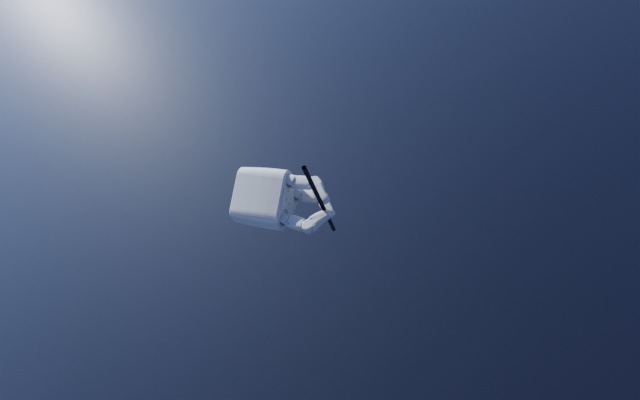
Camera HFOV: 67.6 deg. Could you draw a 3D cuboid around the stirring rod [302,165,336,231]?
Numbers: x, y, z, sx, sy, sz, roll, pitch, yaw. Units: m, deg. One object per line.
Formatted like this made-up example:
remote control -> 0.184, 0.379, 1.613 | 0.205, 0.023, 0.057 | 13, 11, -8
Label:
stirring rod -> 0.000, 0.003, 0.877 | 0.011, 0.011, 0.240 | 0, -28, 15
